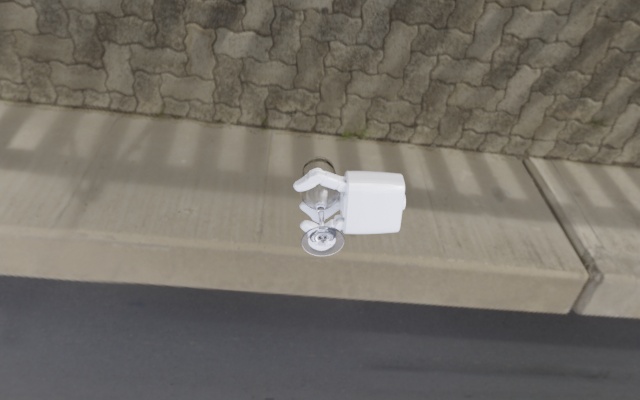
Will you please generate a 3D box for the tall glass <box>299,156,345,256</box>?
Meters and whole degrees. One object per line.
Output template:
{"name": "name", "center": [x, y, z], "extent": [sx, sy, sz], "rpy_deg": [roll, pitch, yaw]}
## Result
{"name": "tall glass", "center": [0.000, 0.003, 0.880], "extent": [0.079, 0.079, 0.200], "rpy_deg": [0, 43, -4]}
